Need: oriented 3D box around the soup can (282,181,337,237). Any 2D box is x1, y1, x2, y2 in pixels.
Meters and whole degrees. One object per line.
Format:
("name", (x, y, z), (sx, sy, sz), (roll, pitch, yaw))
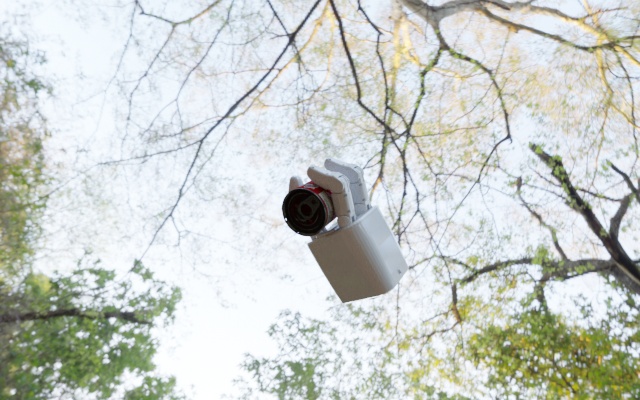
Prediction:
("soup can", (0.000, 0.002, 0.678), (0.068, 0.068, 0.102), (0, 17, 28))
